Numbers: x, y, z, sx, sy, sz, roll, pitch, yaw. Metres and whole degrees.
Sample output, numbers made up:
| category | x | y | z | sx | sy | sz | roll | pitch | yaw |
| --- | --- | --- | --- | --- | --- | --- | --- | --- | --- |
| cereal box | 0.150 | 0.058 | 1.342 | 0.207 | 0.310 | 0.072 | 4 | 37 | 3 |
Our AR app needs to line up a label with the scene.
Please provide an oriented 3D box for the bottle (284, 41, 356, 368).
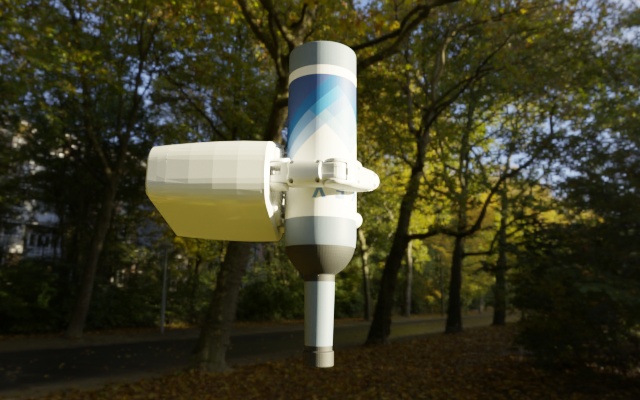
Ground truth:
| category | x | y | z | sx | sy | sz | roll | pitch | yaw |
| --- | --- | --- | --- | --- | --- | --- | --- | --- | --- |
| bottle | 0.000 | 0.001 | 0.449 | 0.069 | 0.295 | 0.069 | 1 | -11 | 0 |
